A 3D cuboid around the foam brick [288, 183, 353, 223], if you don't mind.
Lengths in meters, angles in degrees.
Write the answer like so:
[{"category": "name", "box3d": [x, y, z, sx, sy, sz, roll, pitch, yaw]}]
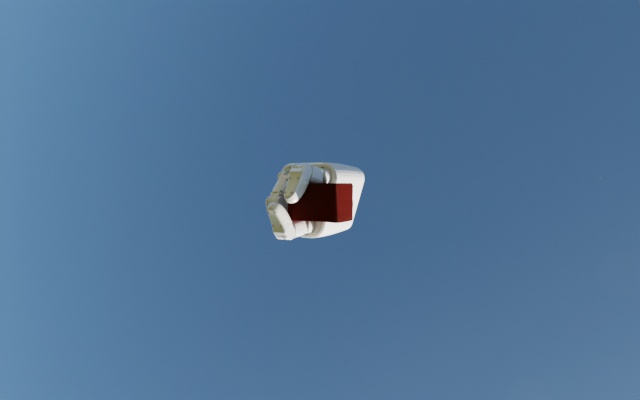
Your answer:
[{"category": "foam brick", "box3d": [0.000, 0.002, 0.650, 0.078, 0.053, 0.051, 1, 2, 31]}]
